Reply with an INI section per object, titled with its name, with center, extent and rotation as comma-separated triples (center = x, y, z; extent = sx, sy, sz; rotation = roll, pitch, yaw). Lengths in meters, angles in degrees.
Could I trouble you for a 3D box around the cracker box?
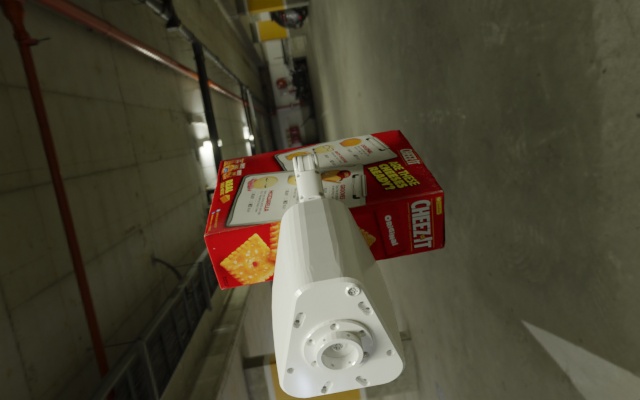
[cracker box]
center = 0.000, 0.001, 0.496
extent = 0.214, 0.072, 0.164
rotation = -10, 29, -1
